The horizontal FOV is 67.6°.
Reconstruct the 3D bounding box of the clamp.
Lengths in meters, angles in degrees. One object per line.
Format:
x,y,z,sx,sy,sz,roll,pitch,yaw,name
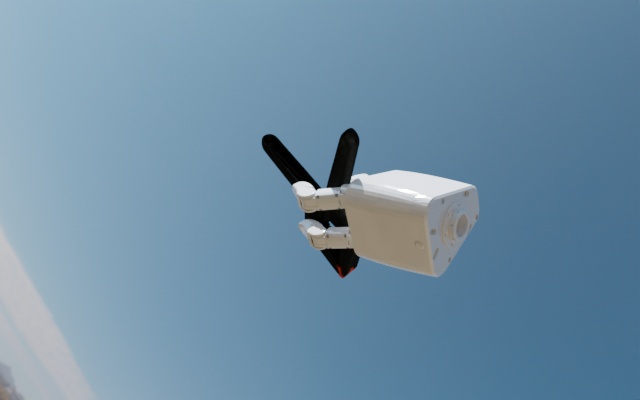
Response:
0.001,0.002,0.617,0.164,0.210,0.036,14,37,44,clamp
